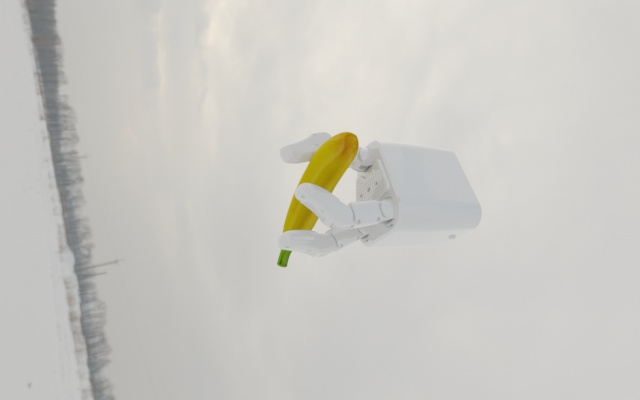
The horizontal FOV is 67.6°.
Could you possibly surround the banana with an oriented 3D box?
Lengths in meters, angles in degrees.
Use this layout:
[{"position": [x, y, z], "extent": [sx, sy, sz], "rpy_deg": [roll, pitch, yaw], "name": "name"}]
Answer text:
[{"position": [-0.002, -0.009, 0.512], "extent": [0.037, 0.069, 0.198], "rpy_deg": [12, -47, -17], "name": "banana"}]
